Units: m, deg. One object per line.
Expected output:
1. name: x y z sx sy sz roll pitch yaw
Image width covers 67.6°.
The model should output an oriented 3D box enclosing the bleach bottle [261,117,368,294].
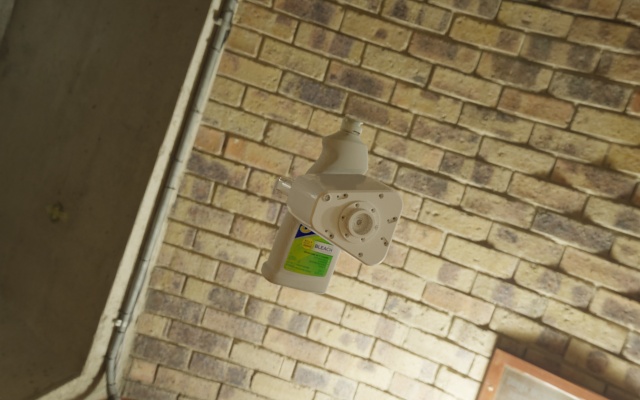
1. bleach bottle: 0.000 0.002 0.685 0.102 0.251 0.068 16 6 -19
